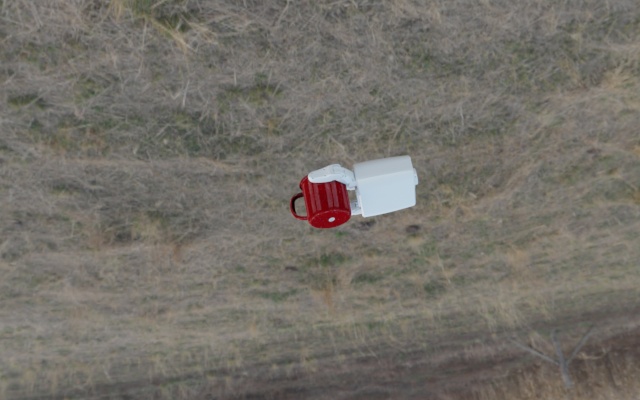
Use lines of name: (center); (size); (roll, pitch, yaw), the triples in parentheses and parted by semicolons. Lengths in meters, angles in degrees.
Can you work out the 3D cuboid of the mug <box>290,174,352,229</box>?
mug: (-0.001, 0.003, 0.889); (0.117, 0.081, 0.093); (-13, -26, 5)
